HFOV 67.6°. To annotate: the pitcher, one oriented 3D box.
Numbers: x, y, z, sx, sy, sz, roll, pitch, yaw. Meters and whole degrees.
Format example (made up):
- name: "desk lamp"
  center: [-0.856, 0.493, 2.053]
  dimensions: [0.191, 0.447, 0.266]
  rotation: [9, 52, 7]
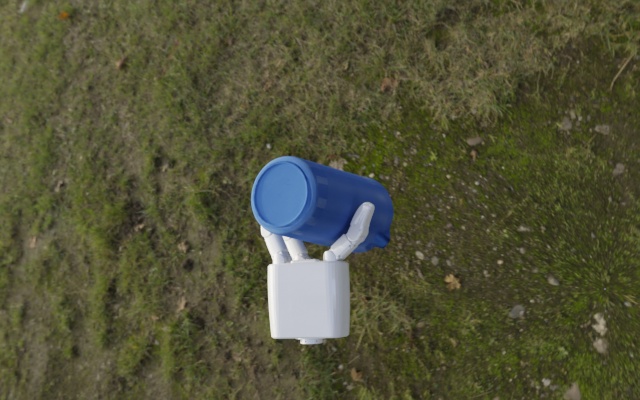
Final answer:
- name: "pitcher"
  center: [0.000, 0.003, 0.738]
  dimensions: [0.149, 0.145, 0.243]
  rotation: [-6, -11, 30]
